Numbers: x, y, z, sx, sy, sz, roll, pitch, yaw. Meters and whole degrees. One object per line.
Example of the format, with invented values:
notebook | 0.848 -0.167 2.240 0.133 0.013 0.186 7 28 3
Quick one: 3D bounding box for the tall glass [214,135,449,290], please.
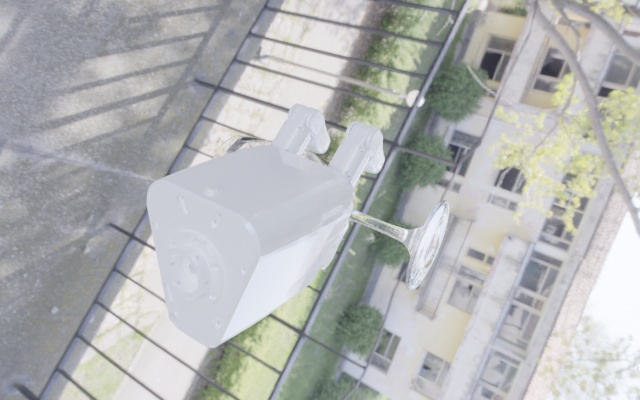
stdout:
tall glass | 0.001 0.002 0.408 0.201 0.079 0.079 22 10 26
